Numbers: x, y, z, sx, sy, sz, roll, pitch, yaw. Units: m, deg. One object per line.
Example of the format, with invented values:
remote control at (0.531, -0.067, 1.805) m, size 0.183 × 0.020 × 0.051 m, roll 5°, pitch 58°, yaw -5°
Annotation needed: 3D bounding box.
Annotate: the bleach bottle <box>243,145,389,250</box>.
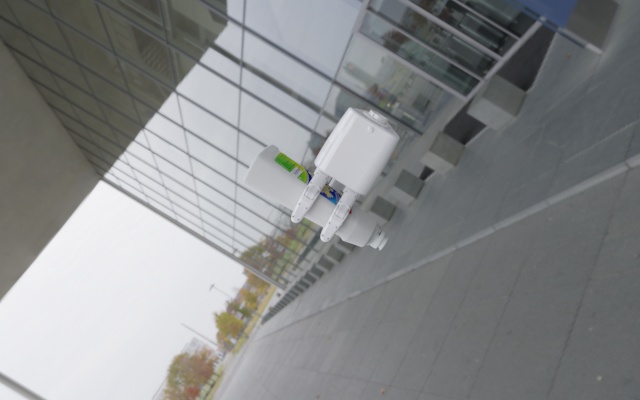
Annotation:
bleach bottle at (0.000, 0.003, 0.797) m, size 0.251 × 0.068 × 0.102 m, roll 32°, pitch 19°, yaw 0°
